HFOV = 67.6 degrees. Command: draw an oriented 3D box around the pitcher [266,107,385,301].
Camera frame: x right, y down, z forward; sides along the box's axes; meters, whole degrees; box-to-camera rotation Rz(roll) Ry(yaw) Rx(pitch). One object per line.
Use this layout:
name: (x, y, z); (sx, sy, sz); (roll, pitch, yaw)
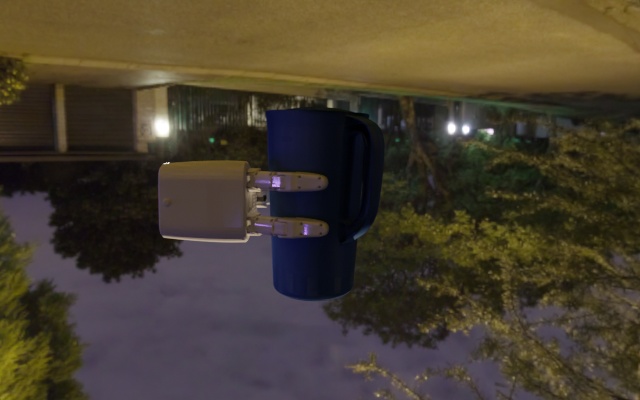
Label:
pitcher: (0.000, 0.002, 0.618); (0.145, 0.243, 0.149); (1, 7, 0)
